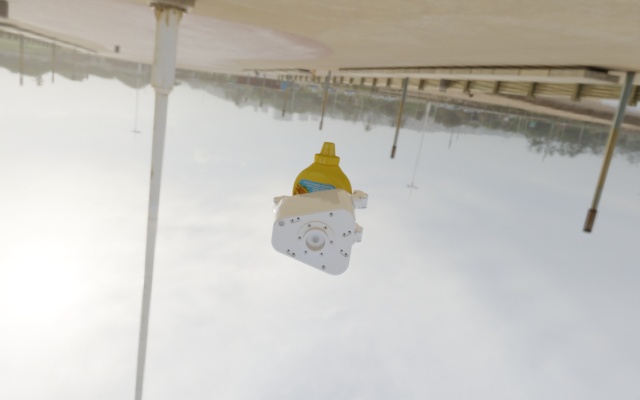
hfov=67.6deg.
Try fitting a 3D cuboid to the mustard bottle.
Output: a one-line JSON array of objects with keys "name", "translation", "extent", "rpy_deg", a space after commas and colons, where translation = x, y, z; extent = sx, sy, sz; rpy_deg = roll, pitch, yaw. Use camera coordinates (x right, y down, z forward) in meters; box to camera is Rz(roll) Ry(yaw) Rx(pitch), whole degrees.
[{"name": "mustard bottle", "translation": [0.000, 0.003, 0.762], "extent": [0.096, 0.192, 0.058], "rpy_deg": [13, 14, 22]}]
